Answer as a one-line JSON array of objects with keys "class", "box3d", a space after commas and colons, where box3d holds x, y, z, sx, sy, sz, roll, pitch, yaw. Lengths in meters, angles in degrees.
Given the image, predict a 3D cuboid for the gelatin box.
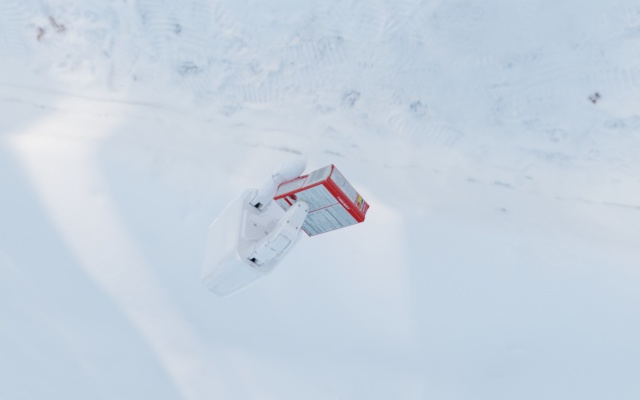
[{"class": "gelatin box", "box3d": [0.000, 0.002, 0.557, 0.089, 0.030, 0.073, -18, -53, 40]}]
